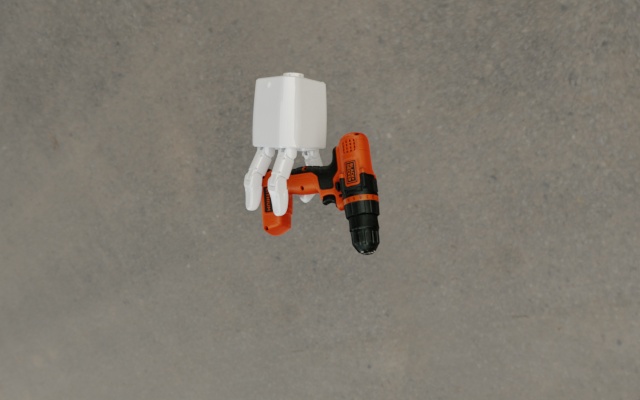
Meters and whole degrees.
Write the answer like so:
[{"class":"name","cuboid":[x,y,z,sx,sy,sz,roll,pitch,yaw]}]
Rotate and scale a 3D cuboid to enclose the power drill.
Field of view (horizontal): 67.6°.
[{"class":"power drill","cuboid":[0.000,0.002,0.733,0.187,0.184,0.057,-13,-18,26]}]
